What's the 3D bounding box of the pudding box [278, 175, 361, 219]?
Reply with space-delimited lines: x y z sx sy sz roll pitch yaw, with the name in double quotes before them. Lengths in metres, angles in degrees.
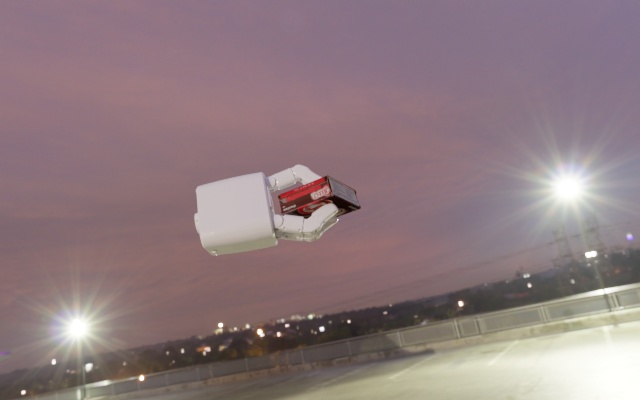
"pudding box" 0.000 0.002 0.750 0.090 0.039 0.113 -20 -17 22
